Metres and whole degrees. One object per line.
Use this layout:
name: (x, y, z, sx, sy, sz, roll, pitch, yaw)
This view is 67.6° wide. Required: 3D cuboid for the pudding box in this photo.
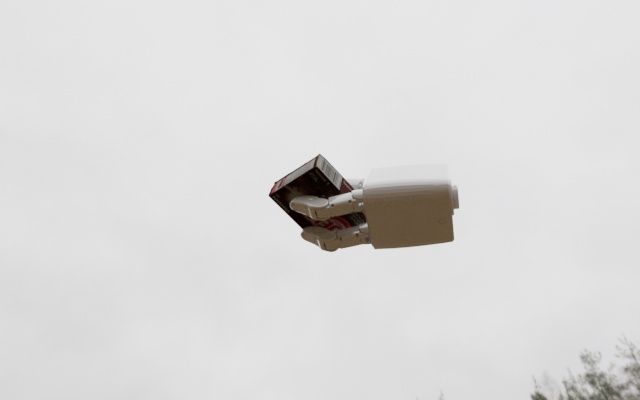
pudding box: (0.000, 0.002, 0.655, 0.090, 0.113, 0.039, -30, 24, 31)
